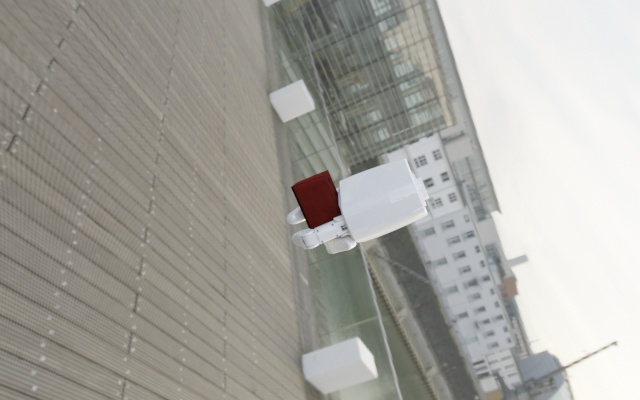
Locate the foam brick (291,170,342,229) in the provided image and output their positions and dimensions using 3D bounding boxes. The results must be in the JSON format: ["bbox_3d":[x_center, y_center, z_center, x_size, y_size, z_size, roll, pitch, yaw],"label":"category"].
[{"bbox_3d":[0.000,0.002,0.687,0.051,0.078,0.053,-22,9,12],"label":"foam brick"}]
